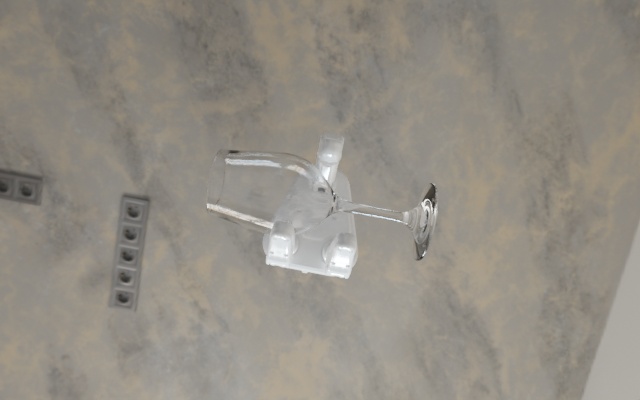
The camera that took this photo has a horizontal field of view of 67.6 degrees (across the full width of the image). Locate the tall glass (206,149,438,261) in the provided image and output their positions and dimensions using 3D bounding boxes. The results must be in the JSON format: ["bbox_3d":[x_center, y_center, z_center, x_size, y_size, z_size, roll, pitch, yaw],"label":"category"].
[{"bbox_3d":[0.001,0.001,0.445,0.201,0.079,0.079,11,0,-1],"label":"tall glass"}]
